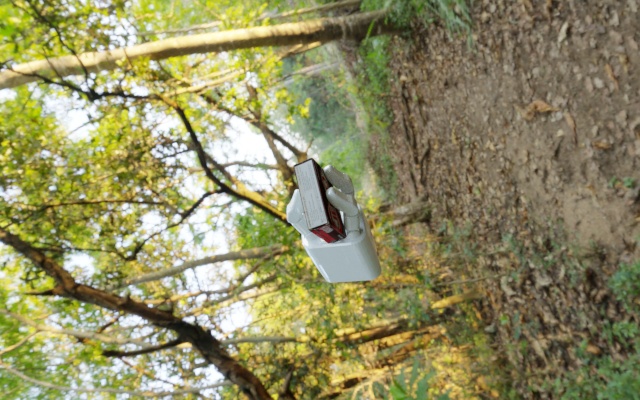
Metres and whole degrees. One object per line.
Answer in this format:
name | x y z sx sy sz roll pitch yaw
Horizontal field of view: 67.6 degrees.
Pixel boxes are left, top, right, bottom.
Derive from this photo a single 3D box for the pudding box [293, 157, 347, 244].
pudding box | 0.000 0.002 0.740 0.039 0.113 0.090 -21 -23 12
